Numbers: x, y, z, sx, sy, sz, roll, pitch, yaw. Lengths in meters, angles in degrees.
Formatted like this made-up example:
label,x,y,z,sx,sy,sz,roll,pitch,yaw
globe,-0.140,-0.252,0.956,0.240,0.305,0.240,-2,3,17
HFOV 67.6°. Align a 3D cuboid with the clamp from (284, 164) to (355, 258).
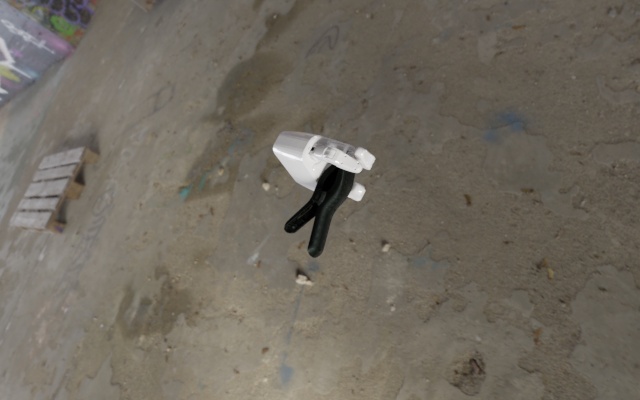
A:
label,x,y,z,sx,sy,sz,roll,pitch,yaw
clamp,0.000,0.002,0.786,0.039,0.171,0.120,33,-8,-37
